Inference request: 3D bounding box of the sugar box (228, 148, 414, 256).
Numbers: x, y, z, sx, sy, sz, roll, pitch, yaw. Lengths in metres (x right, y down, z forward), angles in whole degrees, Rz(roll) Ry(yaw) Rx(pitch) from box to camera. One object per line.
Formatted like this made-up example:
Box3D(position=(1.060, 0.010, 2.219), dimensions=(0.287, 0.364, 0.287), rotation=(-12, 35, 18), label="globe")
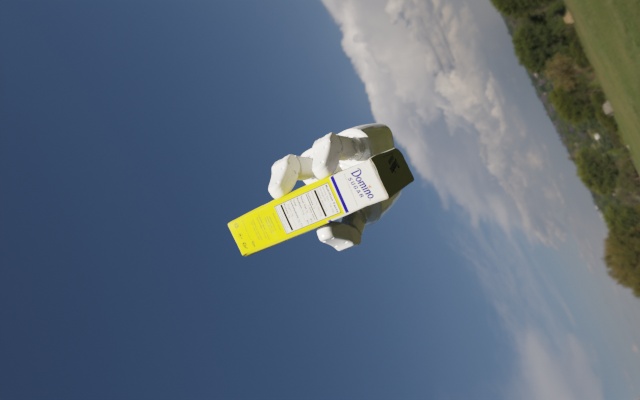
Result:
Box3D(position=(0.000, 0.001, 0.493), dimensions=(0.176, 0.048, 0.093), rotation=(-26, 0, 28), label="sugar box")
